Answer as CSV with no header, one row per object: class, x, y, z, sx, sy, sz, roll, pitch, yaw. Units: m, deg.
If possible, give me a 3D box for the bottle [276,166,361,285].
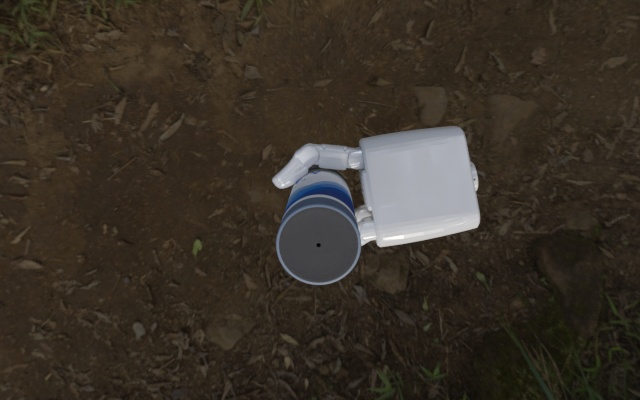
bottle,0.000,0.002,0.513,0.069,0.069,0.295,0,13,1
